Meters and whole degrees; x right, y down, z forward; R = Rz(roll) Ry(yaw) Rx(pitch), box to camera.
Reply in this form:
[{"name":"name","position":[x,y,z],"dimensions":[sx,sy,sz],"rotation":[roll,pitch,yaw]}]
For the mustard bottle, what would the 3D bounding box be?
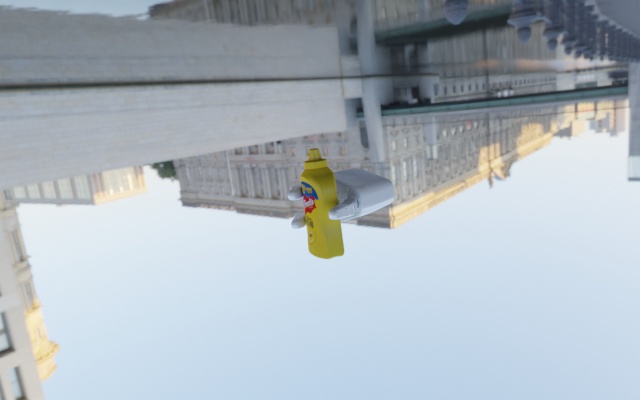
[{"name":"mustard bottle","position":[0.000,0.003,0.854],"dimensions":[0.058,0.192,0.096],"rotation":[-10,11,-19]}]
